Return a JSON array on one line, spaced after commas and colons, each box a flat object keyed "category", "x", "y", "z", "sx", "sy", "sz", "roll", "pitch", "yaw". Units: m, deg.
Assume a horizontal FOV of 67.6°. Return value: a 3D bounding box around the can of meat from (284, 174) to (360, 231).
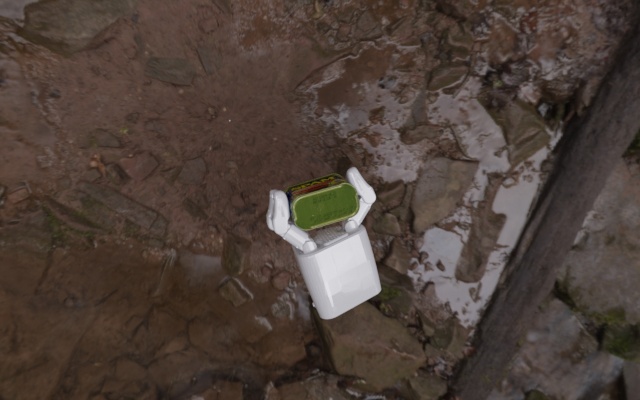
[{"category": "can of meat", "x": 0.000, "y": 0.002, "z": 0.696, "sx": 0.102, "sy": 0.057, "sz": 0.084, "roll": -17, "pitch": 13, "yaw": -8}]
